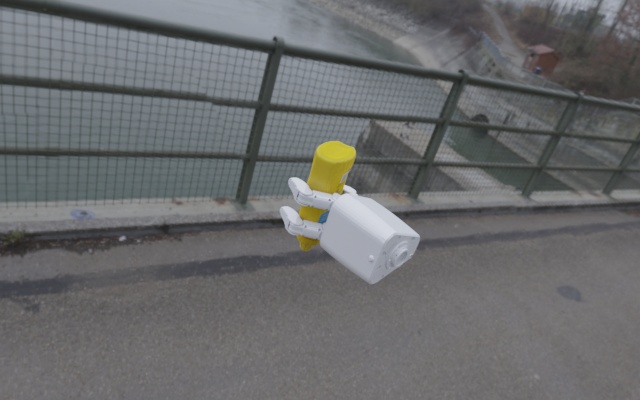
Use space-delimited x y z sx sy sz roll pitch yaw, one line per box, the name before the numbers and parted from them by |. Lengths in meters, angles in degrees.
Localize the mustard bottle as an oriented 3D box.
mustard bottle | 0.000 0.002 0.783 0.058 0.192 0.096 24 28 12
